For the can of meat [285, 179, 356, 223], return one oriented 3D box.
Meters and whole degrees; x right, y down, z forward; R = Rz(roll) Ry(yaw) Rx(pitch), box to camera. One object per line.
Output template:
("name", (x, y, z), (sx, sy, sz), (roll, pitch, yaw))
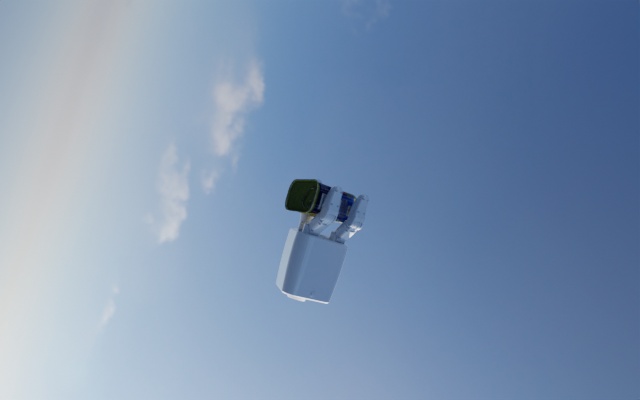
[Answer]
("can of meat", (0.000, 0.003, 0.825), (0.084, 0.057, 0.102), (19, -8, -29))
